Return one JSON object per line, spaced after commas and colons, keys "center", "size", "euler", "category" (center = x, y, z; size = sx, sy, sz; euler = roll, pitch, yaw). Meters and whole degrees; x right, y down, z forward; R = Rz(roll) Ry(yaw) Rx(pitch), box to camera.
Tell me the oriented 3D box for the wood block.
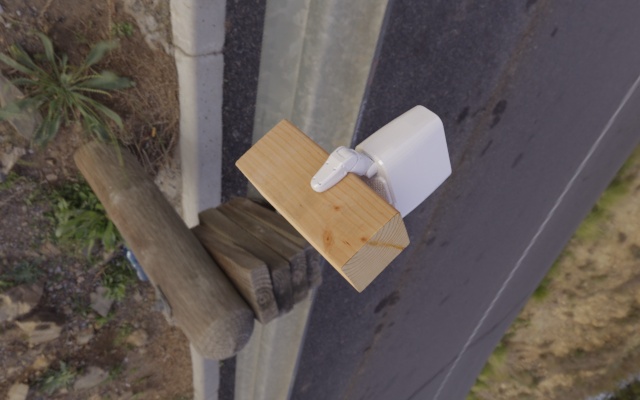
{"center": [0.000, 0.002, 0.590], "size": [0.206, 0.090, 0.091], "euler": [42, -8, 31], "category": "wood block"}
